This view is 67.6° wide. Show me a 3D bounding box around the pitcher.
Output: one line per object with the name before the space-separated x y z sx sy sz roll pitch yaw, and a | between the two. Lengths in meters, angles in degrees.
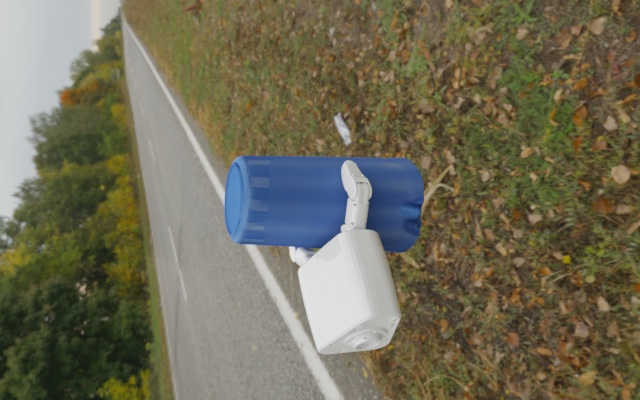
pitcher | 0.000 0.002 0.634 0.243 0.145 0.149 2 -37 -23
